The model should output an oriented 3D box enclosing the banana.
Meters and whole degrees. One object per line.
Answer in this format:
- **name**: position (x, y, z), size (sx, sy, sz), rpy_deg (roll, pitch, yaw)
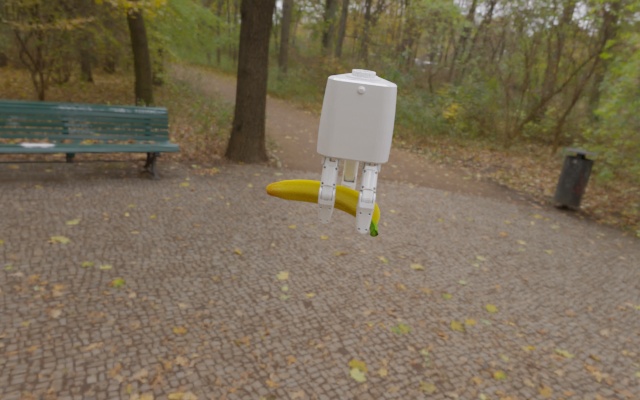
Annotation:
- **banana**: position (0.013, -0.002, 0.728), size (0.198, 0.037, 0.069), rpy_deg (19, 27, 26)
